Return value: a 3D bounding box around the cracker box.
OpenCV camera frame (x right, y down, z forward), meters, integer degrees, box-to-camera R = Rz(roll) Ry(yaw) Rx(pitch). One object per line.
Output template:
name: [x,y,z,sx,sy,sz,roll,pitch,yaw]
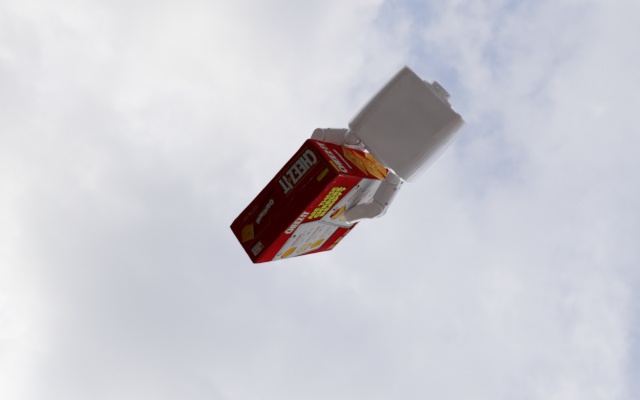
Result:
cracker box: [0.000,0.002,0.668,0.164,0.072,0.214,-47,-21,20]
